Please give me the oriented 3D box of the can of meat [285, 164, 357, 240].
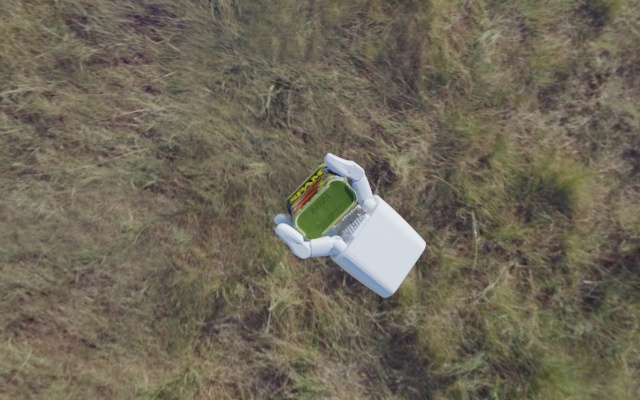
[{"bbox_3d":[0.000,0.002,0.695,0.057,0.102,0.084,44,5,-19],"label":"can of meat"}]
